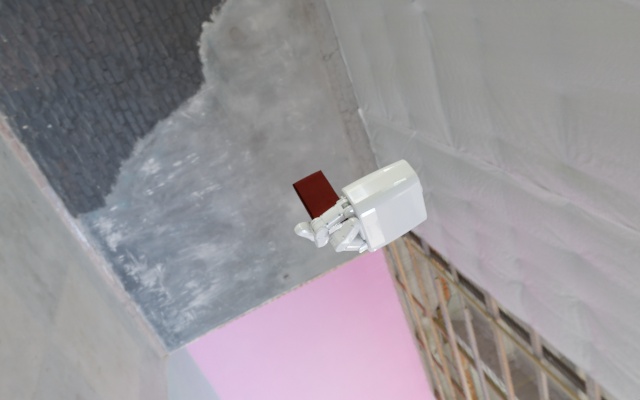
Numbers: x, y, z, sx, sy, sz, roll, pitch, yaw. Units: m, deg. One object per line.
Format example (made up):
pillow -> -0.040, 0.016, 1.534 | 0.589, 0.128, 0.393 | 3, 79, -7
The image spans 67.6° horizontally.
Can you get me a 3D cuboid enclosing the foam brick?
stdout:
foam brick -> 0.000, 0.002, 0.747 | 0.051, 0.078, 0.053 | -30, -31, -3
